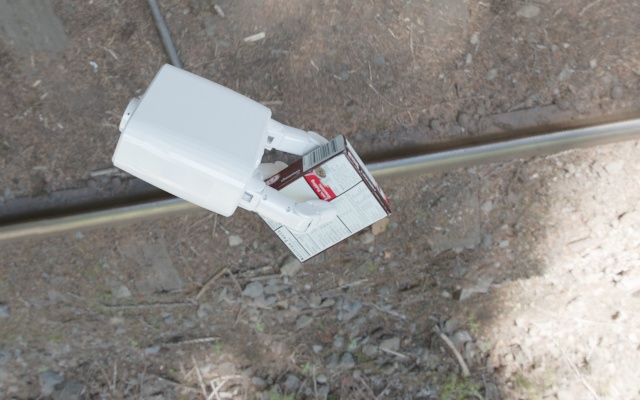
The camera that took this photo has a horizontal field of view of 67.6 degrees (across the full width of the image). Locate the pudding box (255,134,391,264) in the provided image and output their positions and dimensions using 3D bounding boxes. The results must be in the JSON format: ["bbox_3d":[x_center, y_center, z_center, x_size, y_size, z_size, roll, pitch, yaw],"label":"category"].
[{"bbox_3d":[0.000,0.002,0.479,0.113,0.090,0.039,-29,29,17],"label":"pudding box"}]
